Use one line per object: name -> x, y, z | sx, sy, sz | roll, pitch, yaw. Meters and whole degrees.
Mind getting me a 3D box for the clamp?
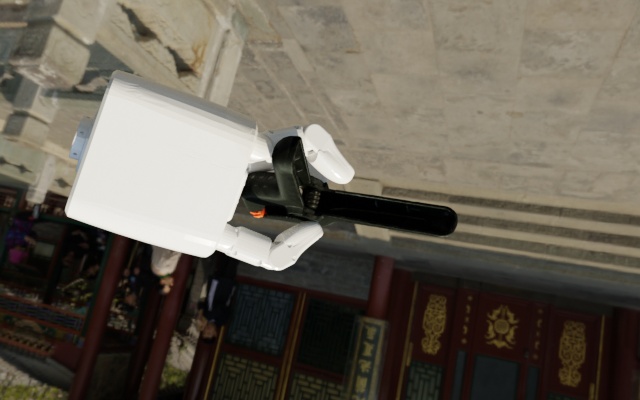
clamp -> -0.001, 0.002, 0.415 | 0.164, 0.036, 0.210 | 21, -14, -24
